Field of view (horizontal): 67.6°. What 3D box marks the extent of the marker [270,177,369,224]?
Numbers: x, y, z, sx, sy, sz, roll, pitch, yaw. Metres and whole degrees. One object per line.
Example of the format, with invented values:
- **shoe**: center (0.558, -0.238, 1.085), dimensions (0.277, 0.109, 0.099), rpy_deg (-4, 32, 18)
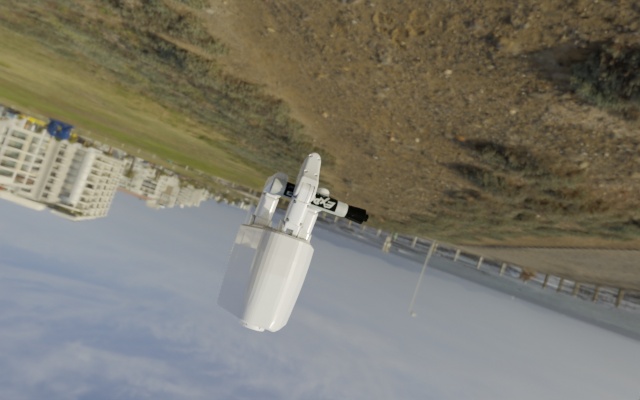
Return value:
- **marker**: center (0.000, 0.002, 0.560), dimensions (0.121, 0.020, 0.020), rpy_deg (20, -4, -11)
